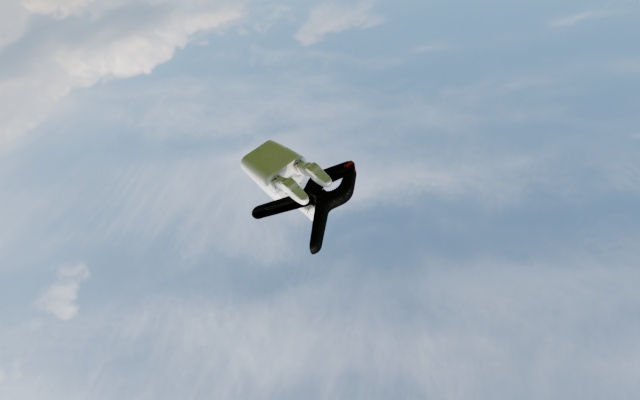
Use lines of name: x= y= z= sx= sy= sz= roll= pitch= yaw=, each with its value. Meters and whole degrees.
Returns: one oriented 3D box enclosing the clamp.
clamp: x=0.001 y=0.003 z=0.868 sx=0.210 sy=0.036 sz=0.164 roll=-37 pitch=49 yaw=-21
